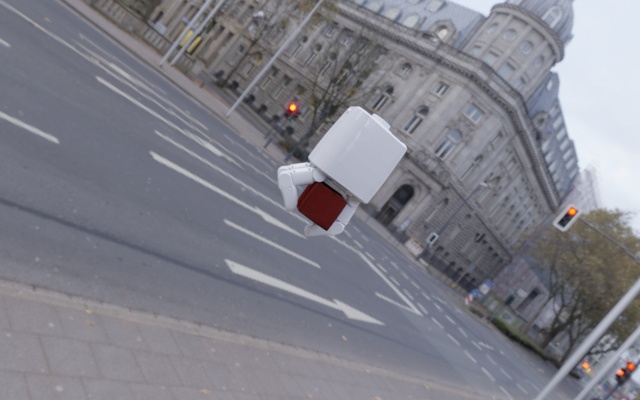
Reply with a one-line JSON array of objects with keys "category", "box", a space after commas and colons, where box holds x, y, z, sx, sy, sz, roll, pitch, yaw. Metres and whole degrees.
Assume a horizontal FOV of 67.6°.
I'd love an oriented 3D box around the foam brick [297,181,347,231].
[{"category": "foam brick", "box": [0.000, 0.003, 0.710, 0.053, 0.051, 0.078, 36, 6, -11]}]
